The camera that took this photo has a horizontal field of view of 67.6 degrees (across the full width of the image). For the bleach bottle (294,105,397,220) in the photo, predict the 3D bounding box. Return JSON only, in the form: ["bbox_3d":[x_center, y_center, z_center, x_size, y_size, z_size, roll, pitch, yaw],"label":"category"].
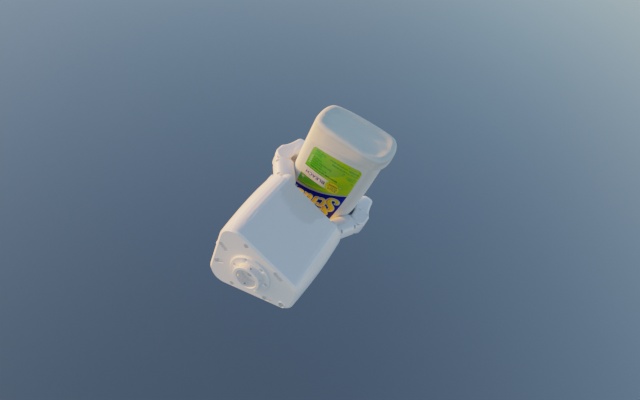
[{"bbox_3d":[0.000,0.002,0.629,0.102,0.251,0.068,32,43,6],"label":"bleach bottle"}]
